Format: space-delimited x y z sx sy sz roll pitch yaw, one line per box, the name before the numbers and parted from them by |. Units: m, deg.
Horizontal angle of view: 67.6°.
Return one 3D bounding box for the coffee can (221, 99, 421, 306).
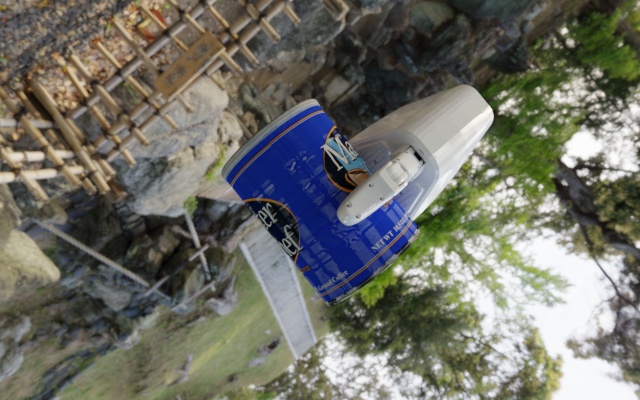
coffee can | 0.000 0.001 0.404 0.103 0.140 0.103 -39 -1 -1
